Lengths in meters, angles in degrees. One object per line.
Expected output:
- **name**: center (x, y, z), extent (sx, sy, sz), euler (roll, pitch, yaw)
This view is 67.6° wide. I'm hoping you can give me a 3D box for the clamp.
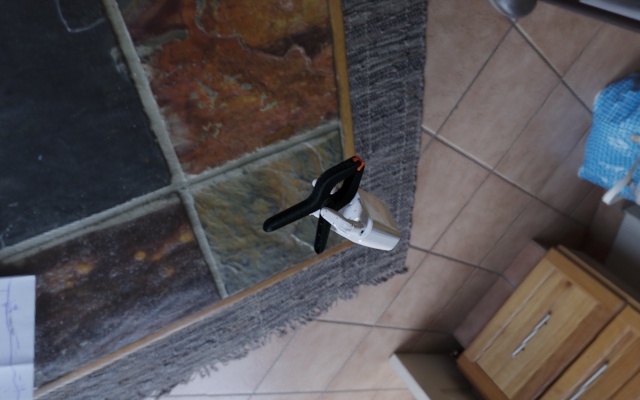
- **clamp**: center (0.001, 0.003, 0.869), extent (0.164, 0.210, 0.036), euler (20, 21, -45)
